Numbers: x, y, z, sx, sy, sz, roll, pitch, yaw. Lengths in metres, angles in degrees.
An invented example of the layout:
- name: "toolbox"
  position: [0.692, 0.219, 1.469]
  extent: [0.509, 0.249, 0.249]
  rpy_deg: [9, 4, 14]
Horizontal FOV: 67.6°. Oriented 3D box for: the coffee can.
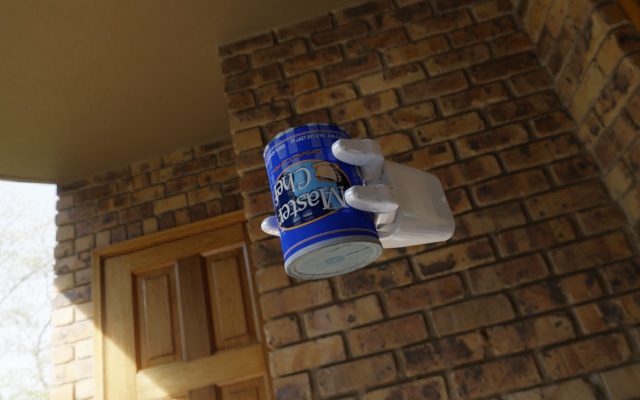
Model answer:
- name: "coffee can"
  position: [0.000, 0.002, 0.518]
  extent: [0.103, 0.140, 0.103]
  rpy_deg: [-11, -25, -5]
